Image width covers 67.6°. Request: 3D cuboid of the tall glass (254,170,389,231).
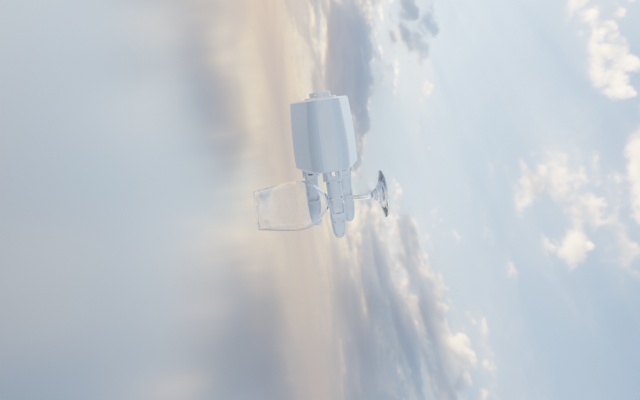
[{"bbox_3d":[0.001,0.002,0.741,0.201,0.079,0.079,-8,0,-3],"label":"tall glass"}]
